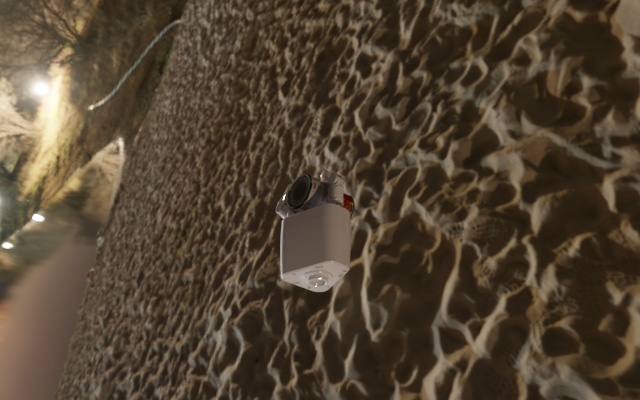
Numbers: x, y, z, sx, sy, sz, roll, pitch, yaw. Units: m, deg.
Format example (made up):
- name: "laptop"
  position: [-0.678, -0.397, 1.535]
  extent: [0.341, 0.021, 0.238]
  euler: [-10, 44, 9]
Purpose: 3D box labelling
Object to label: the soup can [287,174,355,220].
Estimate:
- name: "soup can"
  position: [0.000, 0.002, 0.838]
  extent: [0.102, 0.068, 0.068]
  euler: [26, -15, -32]
